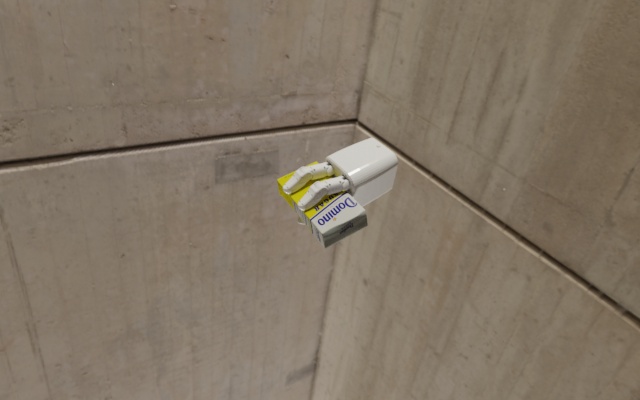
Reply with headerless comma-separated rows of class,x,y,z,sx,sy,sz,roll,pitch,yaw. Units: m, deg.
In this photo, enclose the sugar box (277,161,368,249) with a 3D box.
sugar box,0.000,0.002,0.879,0.093,0.048,0.176,-27,44,-17
